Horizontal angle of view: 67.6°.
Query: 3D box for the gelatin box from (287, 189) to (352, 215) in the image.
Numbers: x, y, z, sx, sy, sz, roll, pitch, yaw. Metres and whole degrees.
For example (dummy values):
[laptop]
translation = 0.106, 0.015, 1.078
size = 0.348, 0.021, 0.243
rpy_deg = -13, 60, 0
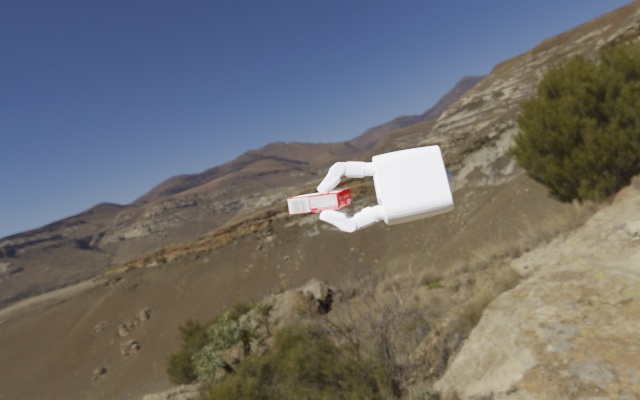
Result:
[gelatin box]
translation = 0.000, 0.002, 0.788
size = 0.089, 0.030, 0.073
rpy_deg = -7, 3, 18
